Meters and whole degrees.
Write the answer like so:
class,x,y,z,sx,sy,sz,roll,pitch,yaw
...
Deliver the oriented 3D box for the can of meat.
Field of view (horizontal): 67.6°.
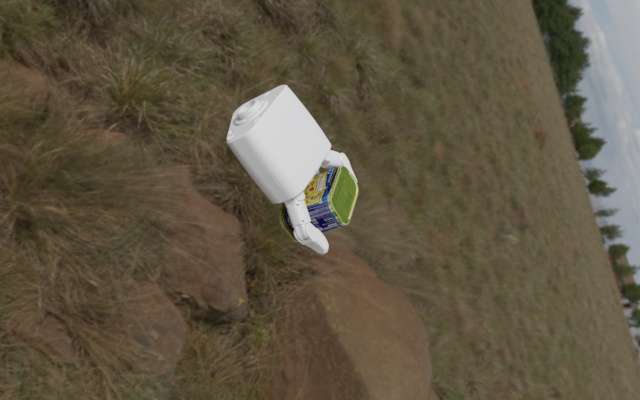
class,x,y,z,sx,sy,sz,roll,pitch,yaw
can of meat,0.000,0.002,0.672,0.084,0.057,0.102,-19,31,30
